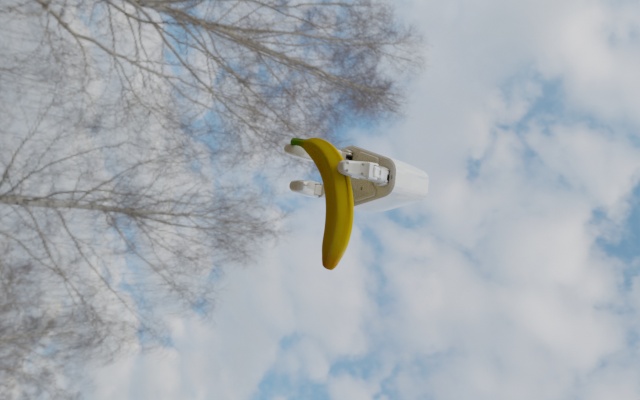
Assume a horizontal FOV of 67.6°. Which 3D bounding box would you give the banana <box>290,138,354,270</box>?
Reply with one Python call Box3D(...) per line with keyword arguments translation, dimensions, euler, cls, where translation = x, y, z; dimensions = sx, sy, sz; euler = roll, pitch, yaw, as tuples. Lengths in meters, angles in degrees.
Box3D(translation=(0.013, -0.008, 0.649), dimensions=(0.070, 0.197, 0.037), euler=(-27, -22, 34), cls="banana")
